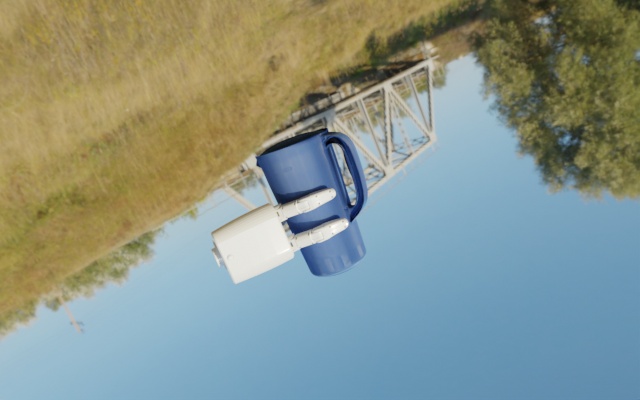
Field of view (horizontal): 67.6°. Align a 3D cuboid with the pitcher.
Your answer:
[{"bbox_3d":[0.000,0.003,0.825,0.145,0.243,0.149,-25,12,-14],"label":"pitcher"}]
